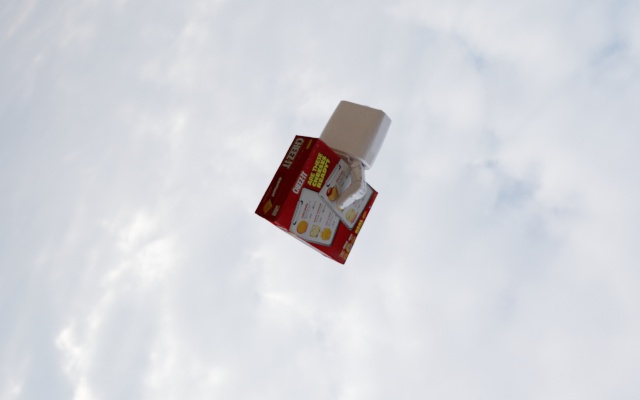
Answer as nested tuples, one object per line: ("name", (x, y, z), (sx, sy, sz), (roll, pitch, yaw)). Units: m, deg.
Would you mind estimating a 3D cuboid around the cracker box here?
("cracker box", (0.000, 0.003, 0.887), (0.072, 0.164, 0.214), (17, -14, 44))
